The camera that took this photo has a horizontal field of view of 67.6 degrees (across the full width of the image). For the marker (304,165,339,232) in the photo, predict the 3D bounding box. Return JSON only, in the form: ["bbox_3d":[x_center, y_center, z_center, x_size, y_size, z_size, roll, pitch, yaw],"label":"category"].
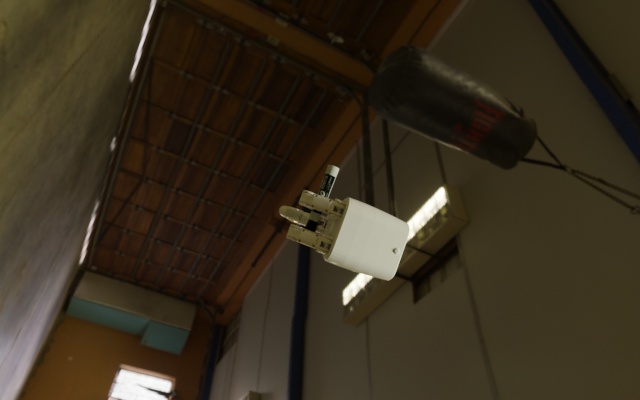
[{"bbox_3d":[0.000,0.002,0.757,0.020,0.121,0.020,21,-4,2],"label":"marker"}]
